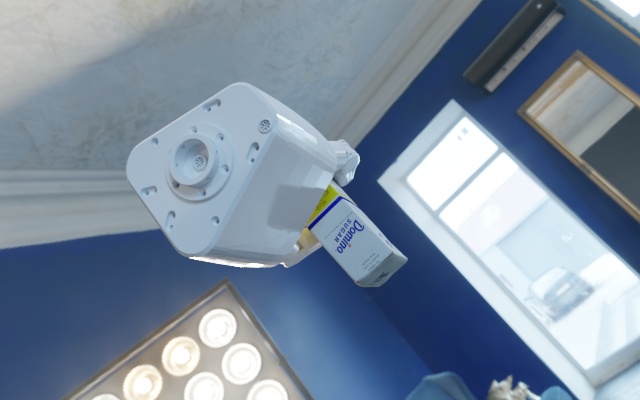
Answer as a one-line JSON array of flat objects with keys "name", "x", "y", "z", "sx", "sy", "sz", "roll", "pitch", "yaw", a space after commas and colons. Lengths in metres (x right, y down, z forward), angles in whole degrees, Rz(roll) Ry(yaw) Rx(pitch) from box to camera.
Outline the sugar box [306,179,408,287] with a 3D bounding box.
[{"name": "sugar box", "x": 0.000, "y": 0.002, "z": 0.438, "sx": 0.048, "sy": 0.176, "sz": 0.093, "roll": -42, "pitch": -20, "yaw": 6}]
